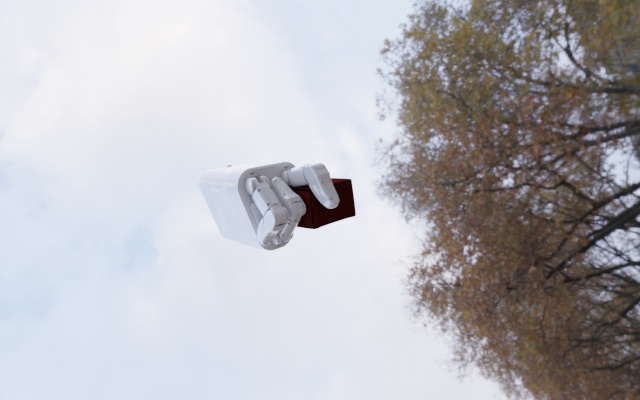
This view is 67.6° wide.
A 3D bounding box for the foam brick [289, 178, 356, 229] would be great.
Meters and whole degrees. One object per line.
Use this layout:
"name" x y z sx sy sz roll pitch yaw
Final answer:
"foam brick" 0.000 0.002 0.625 0.078 0.053 0.051 -15 13 -42
